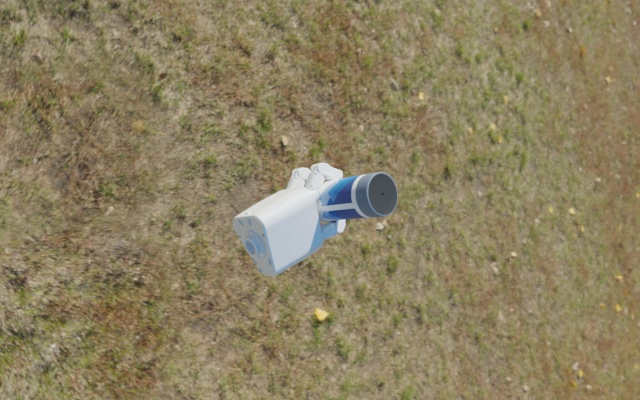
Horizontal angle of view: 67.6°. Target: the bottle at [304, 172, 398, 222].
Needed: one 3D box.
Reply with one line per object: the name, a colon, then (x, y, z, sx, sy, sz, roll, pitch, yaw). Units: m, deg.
bottle: (0.000, 0.003, 0.819, 0.069, 0.069, 0.296, 0, -5, -39)
